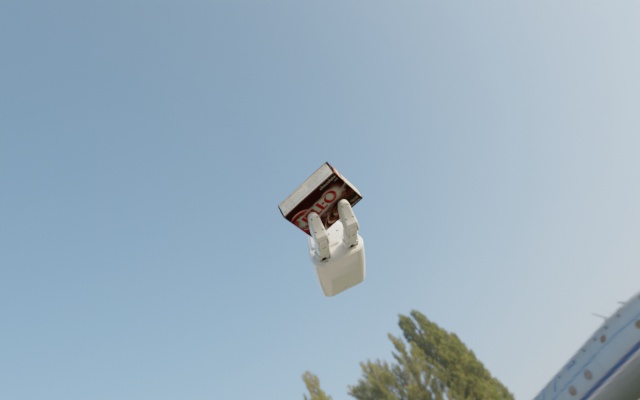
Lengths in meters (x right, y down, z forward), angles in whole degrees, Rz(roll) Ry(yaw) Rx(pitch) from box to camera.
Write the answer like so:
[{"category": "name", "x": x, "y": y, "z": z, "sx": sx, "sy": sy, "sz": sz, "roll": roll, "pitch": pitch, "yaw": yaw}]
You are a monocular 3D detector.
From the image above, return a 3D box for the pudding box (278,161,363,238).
[{"category": "pudding box", "x": 0.000, "y": 0.003, "z": 0.789, "sx": 0.090, "sy": 0.113, "sz": 0.039, "roll": 38, "pitch": 11, "yaw": -45}]
